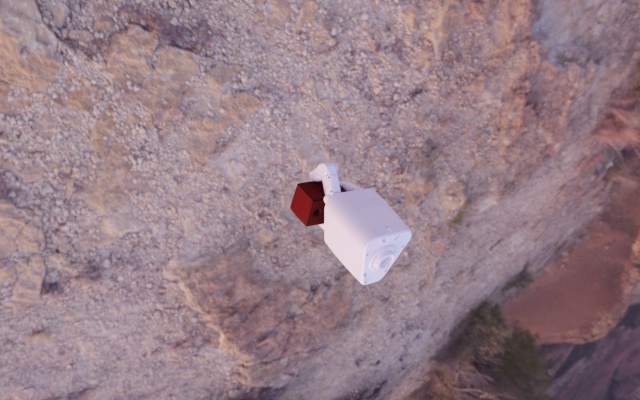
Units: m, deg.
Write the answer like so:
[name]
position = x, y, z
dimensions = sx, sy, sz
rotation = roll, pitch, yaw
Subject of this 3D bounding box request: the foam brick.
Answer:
[foam brick]
position = 0.000, 0.003, 0.782
dimensions = 0.078, 0.053, 0.051
rotation = -9, 41, -33
